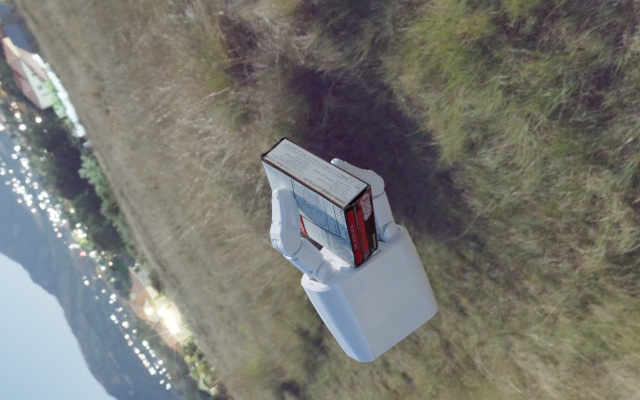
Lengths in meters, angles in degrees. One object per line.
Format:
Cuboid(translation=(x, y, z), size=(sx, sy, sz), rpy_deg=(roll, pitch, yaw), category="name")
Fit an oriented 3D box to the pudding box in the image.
Cuboid(translation=(0.000, 0.002, 0.450), size=(0.113, 0.090, 0.039), rpy_deg=(30, 60, 32), category="pudding box")
